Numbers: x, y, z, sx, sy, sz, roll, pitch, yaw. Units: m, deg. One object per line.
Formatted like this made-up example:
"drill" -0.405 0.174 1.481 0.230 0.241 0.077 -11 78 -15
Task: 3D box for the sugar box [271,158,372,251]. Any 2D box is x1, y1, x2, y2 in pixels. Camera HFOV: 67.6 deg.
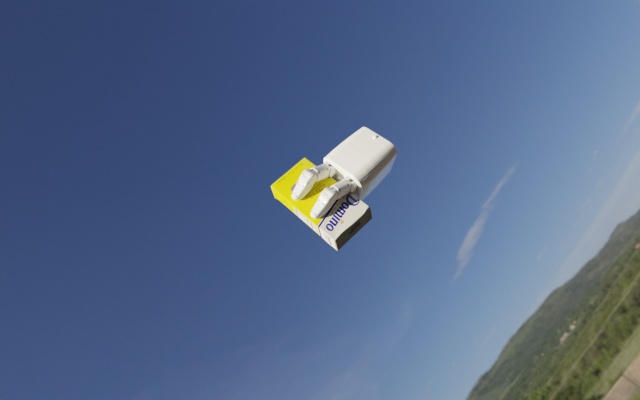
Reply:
"sugar box" 0.000 0.002 0.880 0.176 0.093 0.048 37 -20 31
